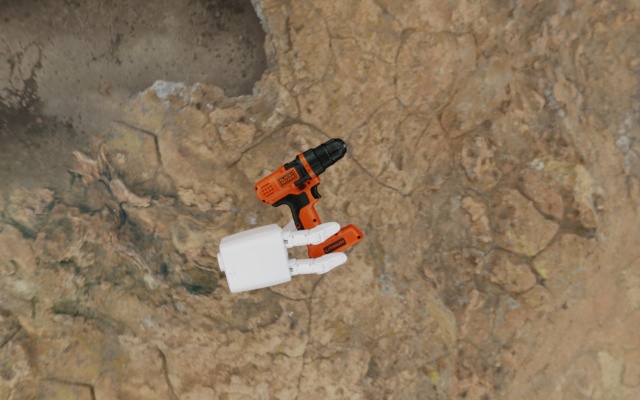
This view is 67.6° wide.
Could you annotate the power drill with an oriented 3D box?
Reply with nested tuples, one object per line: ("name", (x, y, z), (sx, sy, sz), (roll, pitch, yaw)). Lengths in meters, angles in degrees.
("power drill", (0.000, 0.003, 0.859), (0.184, 0.187, 0.057), (-30, 2, 8))
